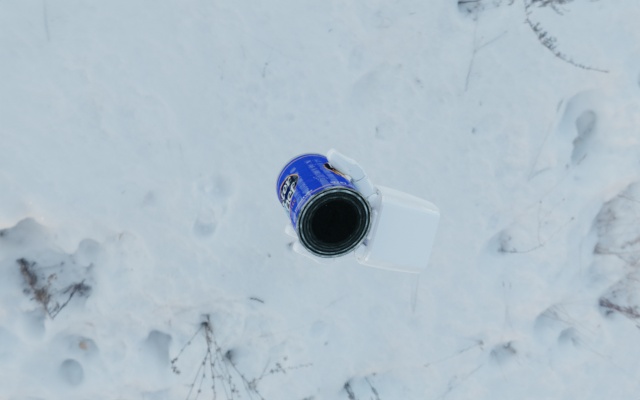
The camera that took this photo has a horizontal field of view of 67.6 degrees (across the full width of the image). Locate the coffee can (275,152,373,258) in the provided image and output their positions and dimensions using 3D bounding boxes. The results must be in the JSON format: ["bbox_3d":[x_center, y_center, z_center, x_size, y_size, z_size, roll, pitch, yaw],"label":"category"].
[{"bbox_3d":[0.000,0.002,0.669,0.103,0.103,0.140,0,23,-17],"label":"coffee can"}]
